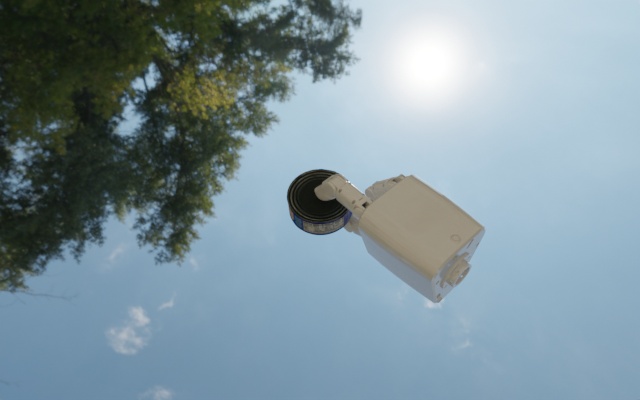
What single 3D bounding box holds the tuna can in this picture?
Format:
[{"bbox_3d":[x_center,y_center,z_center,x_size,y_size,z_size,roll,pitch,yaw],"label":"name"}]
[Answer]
[{"bbox_3d":[0.000,0.002,0.621,0.086,0.086,0.034,0,-36,2],"label":"tuna can"}]
